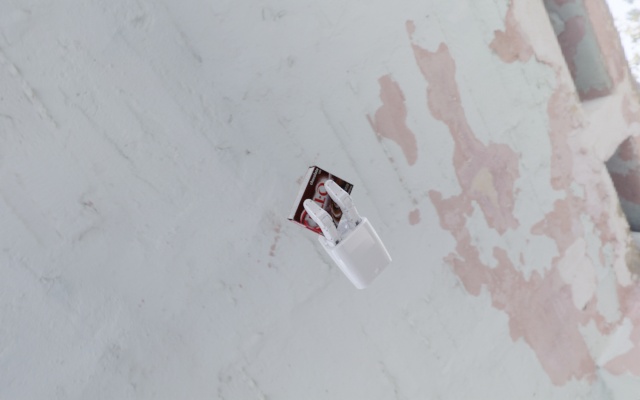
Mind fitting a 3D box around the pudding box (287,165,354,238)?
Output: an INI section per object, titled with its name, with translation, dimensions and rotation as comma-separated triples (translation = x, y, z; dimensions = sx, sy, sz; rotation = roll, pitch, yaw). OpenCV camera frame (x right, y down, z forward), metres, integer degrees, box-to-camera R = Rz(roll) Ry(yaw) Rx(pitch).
[pudding box]
translation = 0.000, 0.003, 0.900
dimensions = 0.090, 0.113, 0.039
rotation = 26, -11, -24
